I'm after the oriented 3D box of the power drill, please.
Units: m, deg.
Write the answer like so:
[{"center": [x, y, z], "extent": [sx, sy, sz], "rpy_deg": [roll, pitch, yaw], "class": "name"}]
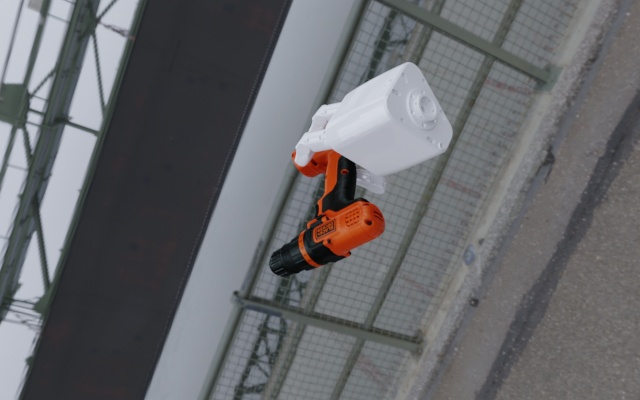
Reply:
[{"center": [0.000, 0.002, 0.664], "extent": [0.184, 0.187, 0.057], "rpy_deg": [-27, -40, 30], "class": "power drill"}]
